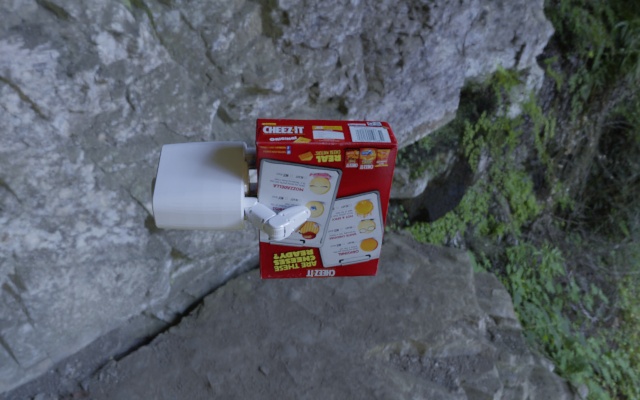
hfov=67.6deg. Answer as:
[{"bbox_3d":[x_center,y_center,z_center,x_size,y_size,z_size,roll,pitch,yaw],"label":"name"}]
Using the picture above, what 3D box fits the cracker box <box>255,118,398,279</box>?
[{"bbox_3d":[0.000,0.002,0.620,0.164,0.214,0.072,-1,37,-5],"label":"cracker box"}]
